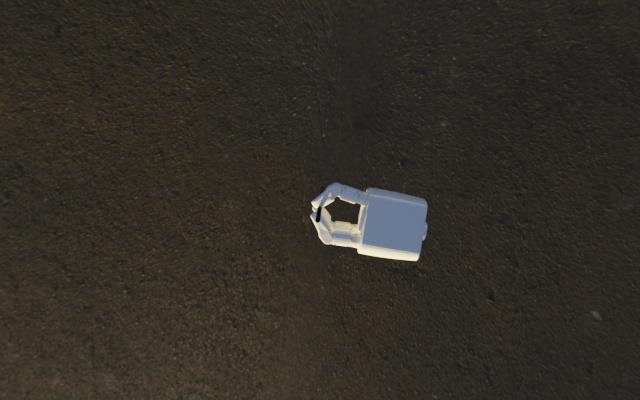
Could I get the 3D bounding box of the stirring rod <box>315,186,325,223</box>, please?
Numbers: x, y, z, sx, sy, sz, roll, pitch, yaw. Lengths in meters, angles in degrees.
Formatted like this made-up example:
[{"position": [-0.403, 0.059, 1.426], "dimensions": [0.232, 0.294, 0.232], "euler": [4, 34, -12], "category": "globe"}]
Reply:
[{"position": [0.000, 0.003, 0.886], "dimensions": [0.011, 0.011, 0.239], "euler": [0, 14, 2], "category": "stirring rod"}]
